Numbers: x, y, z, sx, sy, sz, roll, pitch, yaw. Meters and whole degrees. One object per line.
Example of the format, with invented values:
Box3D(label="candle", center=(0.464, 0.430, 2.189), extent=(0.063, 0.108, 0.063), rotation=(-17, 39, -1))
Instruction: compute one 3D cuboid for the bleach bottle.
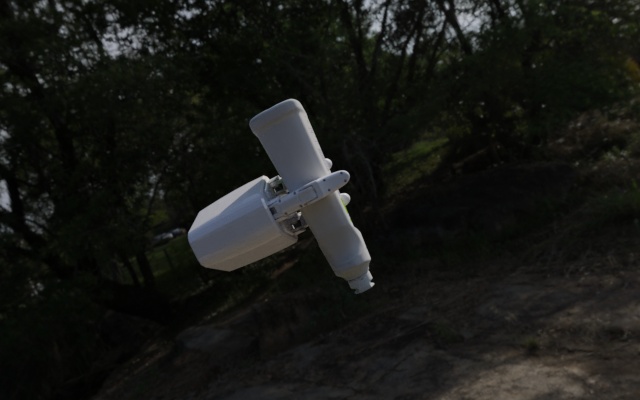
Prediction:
Box3D(label="bleach bottle", center=(0.000, 0.002, 0.604), extent=(0.068, 0.251, 0.102), rotation=(-27, 1, 6))
